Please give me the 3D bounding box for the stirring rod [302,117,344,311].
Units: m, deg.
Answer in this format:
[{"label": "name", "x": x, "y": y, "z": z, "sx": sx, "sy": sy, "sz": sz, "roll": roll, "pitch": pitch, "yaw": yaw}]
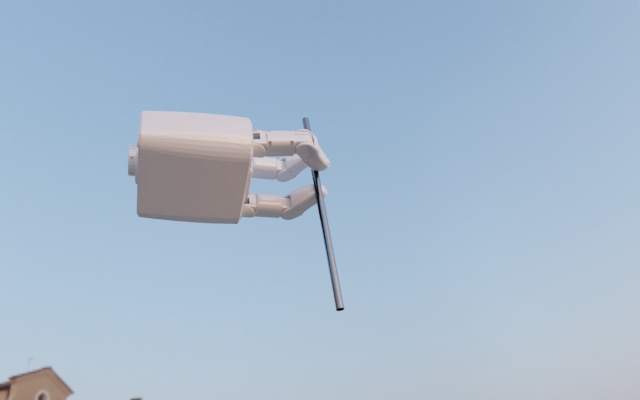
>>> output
[{"label": "stirring rod", "x": 0.000, "y": 0.002, "z": 0.505, "sx": 0.011, "sy": 0.239, "sz": 0.011, "roll": -7, "pitch": -34, "yaw": -5}]
